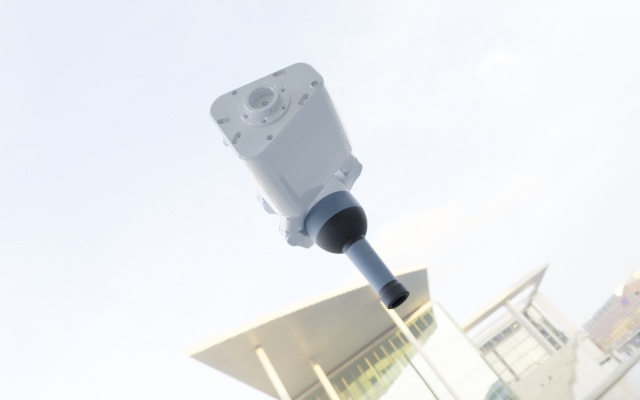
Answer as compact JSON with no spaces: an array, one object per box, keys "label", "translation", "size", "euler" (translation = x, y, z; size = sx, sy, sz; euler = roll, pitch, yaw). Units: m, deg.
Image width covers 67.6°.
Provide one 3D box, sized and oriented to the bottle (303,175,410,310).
[{"label":"bottle","translation":[0.000,0.002,0.547],"size":[0.069,0.069,0.295],"euler":[0,41,-44]}]
